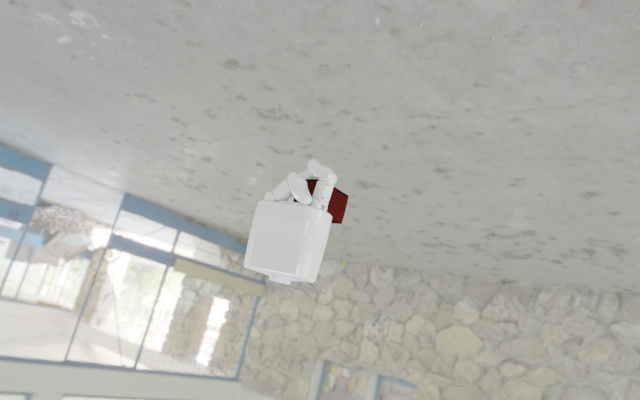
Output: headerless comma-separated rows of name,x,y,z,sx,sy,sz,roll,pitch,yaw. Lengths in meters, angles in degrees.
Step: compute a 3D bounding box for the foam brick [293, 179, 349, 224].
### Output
foam brick,0.000,0.003,0.783,0.053,0.051,0.078,0,-19,38
